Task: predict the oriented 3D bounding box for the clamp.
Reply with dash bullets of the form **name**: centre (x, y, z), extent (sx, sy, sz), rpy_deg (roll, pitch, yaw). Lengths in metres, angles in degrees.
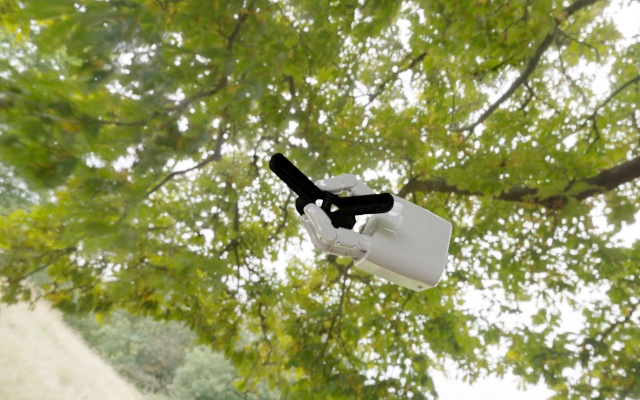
- **clamp**: centre (0.001, 0.002, 0.676), extent (0.164, 0.036, 0.210), rpy_deg (24, -19, -2)
